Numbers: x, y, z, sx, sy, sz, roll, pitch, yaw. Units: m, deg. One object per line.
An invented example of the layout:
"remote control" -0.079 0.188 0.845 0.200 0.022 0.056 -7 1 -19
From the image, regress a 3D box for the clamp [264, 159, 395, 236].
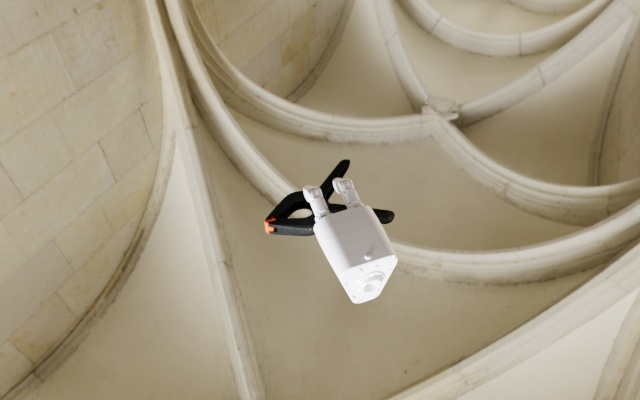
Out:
"clamp" 0.000 0.004 0.825 0.210 0.036 0.164 -15 47 -13
